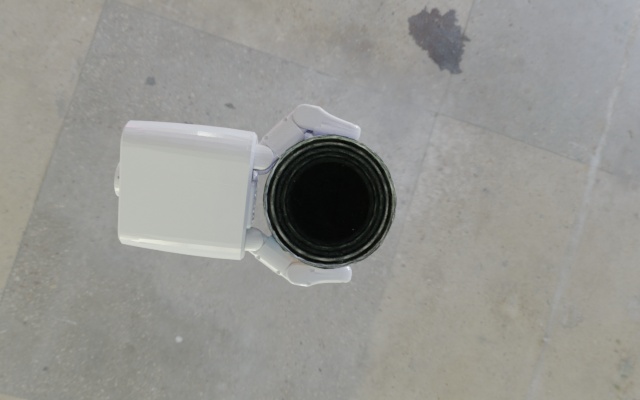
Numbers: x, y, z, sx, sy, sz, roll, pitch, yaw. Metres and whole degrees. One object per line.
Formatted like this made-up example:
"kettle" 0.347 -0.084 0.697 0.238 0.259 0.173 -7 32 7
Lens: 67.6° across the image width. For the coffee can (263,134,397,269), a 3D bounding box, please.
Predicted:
"coffee can" 0.000 0.001 0.429 0.103 0.103 0.140 0 -1 -7
